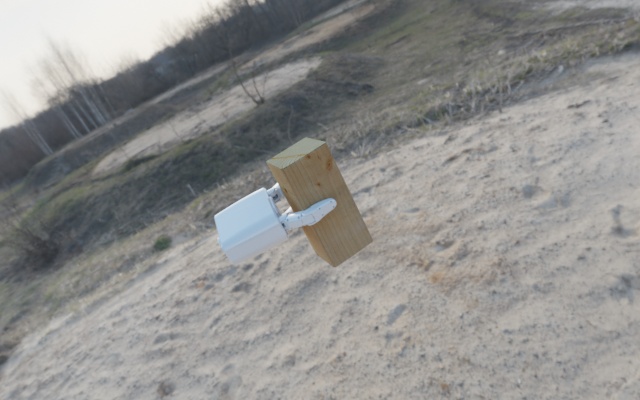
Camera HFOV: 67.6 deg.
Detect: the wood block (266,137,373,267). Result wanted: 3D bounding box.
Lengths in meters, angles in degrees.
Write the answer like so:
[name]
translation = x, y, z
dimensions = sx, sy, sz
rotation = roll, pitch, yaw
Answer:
[wood block]
translation = 0.000, 0.003, 0.848
dimensions = 0.090, 0.206, 0.091
rotation = -33, 23, -14
